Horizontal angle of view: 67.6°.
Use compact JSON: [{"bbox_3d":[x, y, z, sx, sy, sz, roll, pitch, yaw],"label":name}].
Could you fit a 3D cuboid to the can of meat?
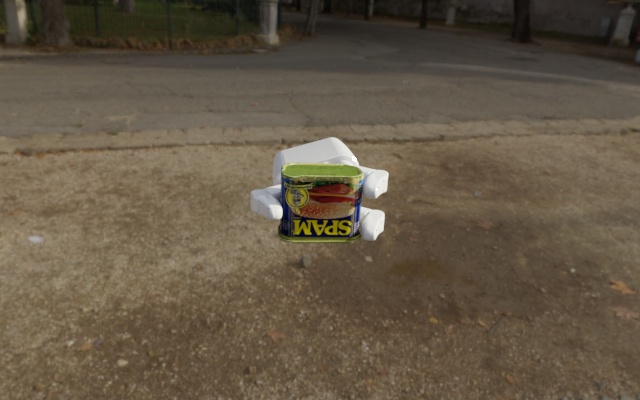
[{"bbox_3d":[0.000,0.002,0.574,0.102,0.084,0.057,1,22,-6],"label":"can of meat"}]
